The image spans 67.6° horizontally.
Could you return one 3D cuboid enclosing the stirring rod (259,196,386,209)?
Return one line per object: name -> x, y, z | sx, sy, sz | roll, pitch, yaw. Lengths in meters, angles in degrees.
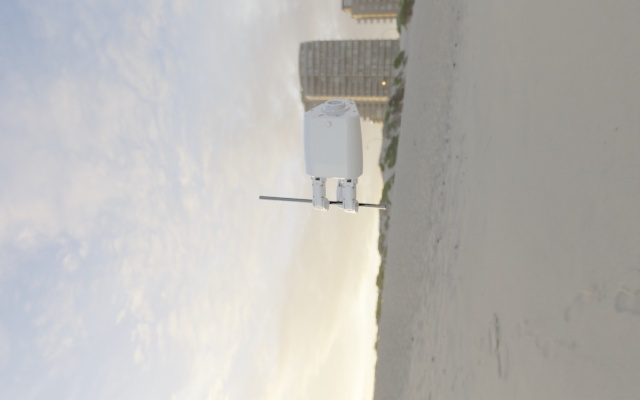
stirring rod -> 0.000, 0.003, 0.883 | 0.239, 0.011, 0.011 | 4, 1, 14
